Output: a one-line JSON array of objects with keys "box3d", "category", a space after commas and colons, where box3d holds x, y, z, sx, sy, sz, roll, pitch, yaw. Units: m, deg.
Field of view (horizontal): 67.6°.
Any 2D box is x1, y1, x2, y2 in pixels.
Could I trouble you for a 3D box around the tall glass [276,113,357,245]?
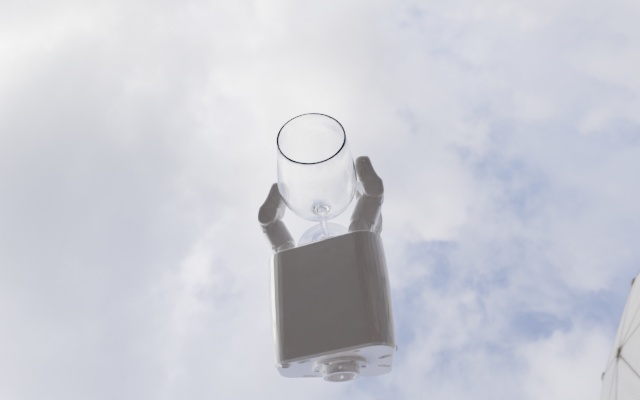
[{"box3d": [0.000, 0.002, 0.500, 0.079, 0.079, 0.201, 0, -35, 6], "category": "tall glass"}]
